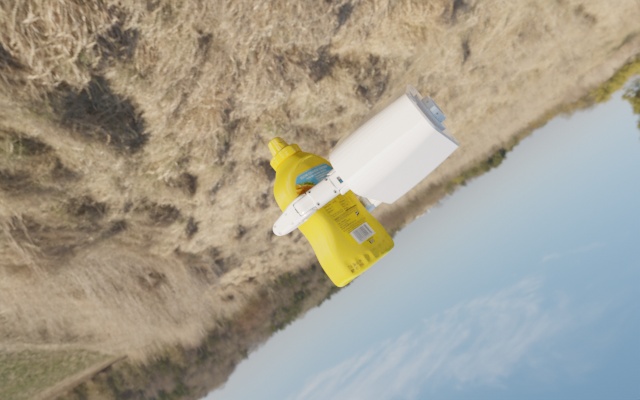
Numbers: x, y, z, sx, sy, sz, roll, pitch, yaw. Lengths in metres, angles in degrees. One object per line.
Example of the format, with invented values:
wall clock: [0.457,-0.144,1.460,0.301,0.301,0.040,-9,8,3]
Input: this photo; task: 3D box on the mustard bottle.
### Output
mustard bottle: [0.000,0.002,0.570,0.096,0.191,0.058,-29,-12,-43]
